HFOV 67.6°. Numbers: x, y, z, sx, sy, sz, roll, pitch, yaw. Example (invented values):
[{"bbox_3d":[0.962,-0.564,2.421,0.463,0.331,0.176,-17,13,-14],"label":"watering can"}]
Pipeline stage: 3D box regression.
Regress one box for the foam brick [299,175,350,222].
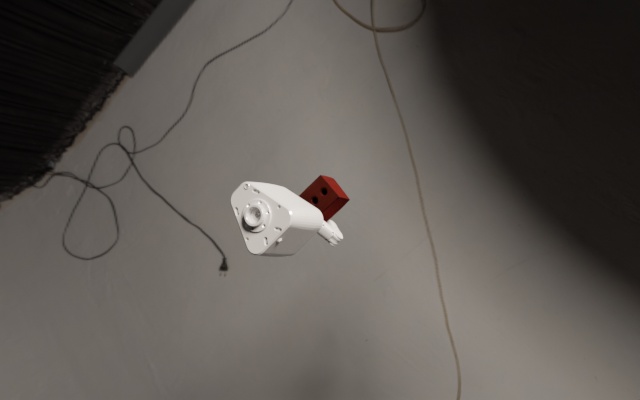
[{"bbox_3d":[0.000,0.002,0.816,0.078,0.053,0.051,-44,-22,14],"label":"foam brick"}]
